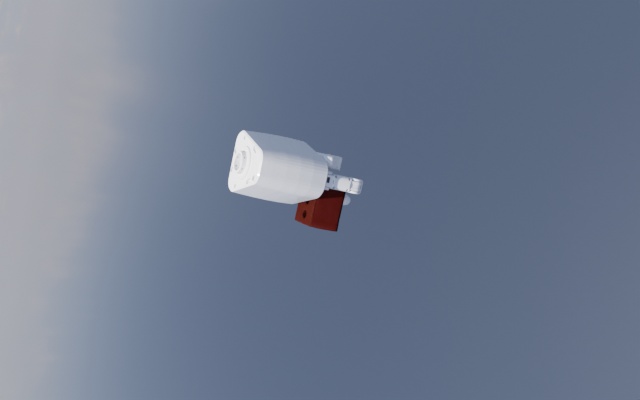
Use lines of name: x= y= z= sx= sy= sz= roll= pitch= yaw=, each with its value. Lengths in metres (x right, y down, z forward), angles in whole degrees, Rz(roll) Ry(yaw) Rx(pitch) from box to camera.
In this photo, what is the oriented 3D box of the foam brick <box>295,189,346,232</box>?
foam brick: x=0.000 y=0.003 z=0.737 sx=0.051 sy=0.078 sz=0.053 roll=9 pitch=5 yaw=-33
